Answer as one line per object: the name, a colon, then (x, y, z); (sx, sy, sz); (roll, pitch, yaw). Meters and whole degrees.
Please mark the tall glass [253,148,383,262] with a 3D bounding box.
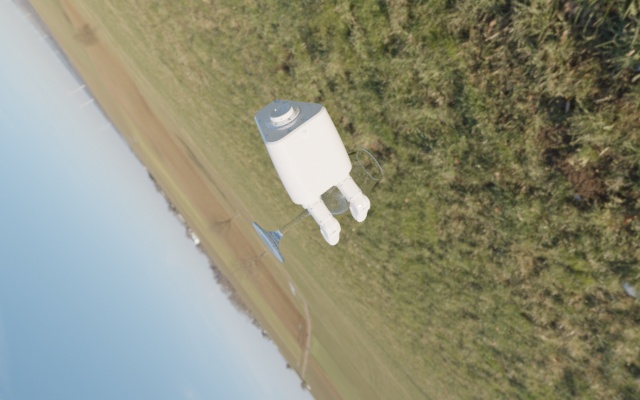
tall glass: (0.000, 0.003, 0.719); (0.201, 0.079, 0.079); (-37, 10, -14)
